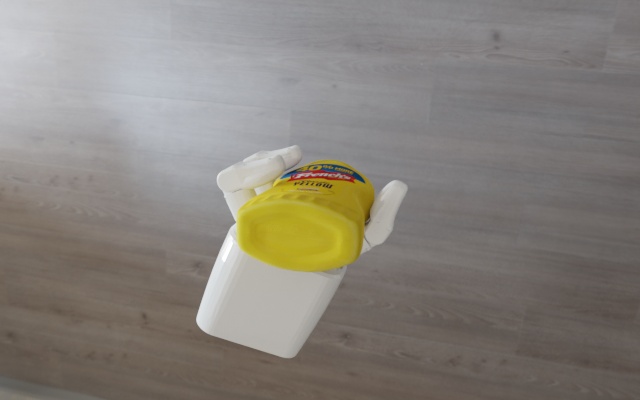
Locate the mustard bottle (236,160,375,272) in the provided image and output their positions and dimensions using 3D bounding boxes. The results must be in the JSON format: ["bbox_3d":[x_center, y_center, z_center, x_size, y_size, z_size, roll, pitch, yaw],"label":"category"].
[{"bbox_3d":[0.000,0.001,0.436,0.096,0.058,0.191,4,16,11],"label":"mustard bottle"}]
